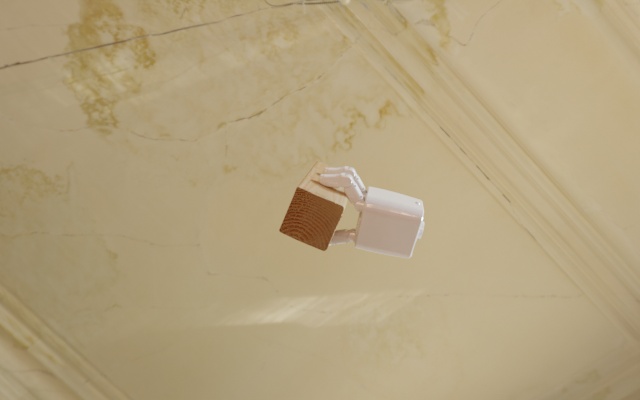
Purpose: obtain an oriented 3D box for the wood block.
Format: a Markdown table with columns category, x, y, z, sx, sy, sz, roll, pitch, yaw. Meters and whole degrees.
| category | x | y | z | sx | sy | sz | roll | pitch | yaw |
| --- | --- | --- | --- | --- | --- | --- | --- | --- | --- |
| wood block | 0.000 | 0.003 | 0.896 | 0.090 | 0.091 | 0.206 | 23 | 19 | 2 |
